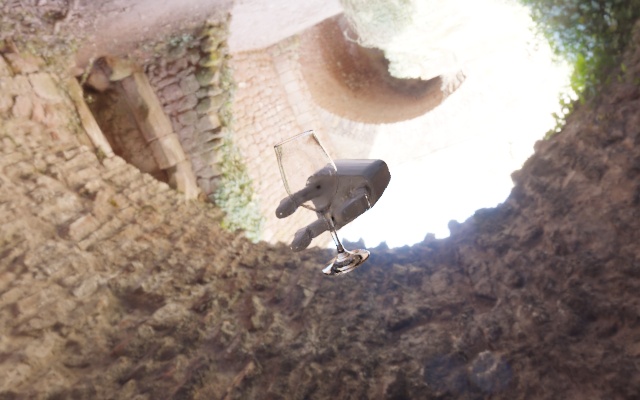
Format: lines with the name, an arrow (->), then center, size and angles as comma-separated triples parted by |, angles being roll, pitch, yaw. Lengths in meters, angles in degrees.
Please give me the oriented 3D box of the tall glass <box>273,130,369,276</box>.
tall glass -> 0.000, 0.003, 0.687 | 0.079, 0.201, 0.079 | -22, 12, 5
